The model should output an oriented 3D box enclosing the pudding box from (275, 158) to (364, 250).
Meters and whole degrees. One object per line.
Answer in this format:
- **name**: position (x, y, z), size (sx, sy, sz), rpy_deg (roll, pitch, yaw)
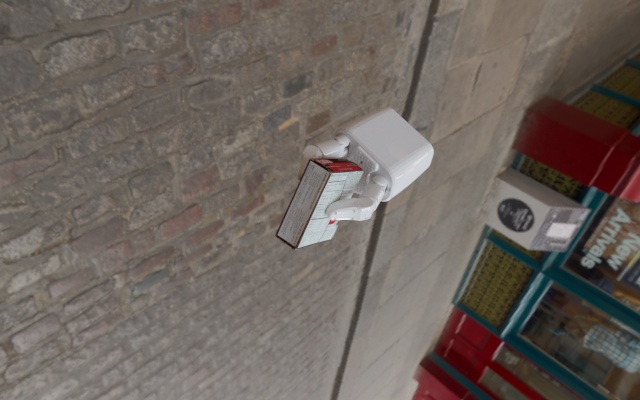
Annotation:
- **pudding box**: position (0.000, 0.002, 0.605), size (0.039, 0.113, 0.090), rpy_deg (32, 19, 25)
